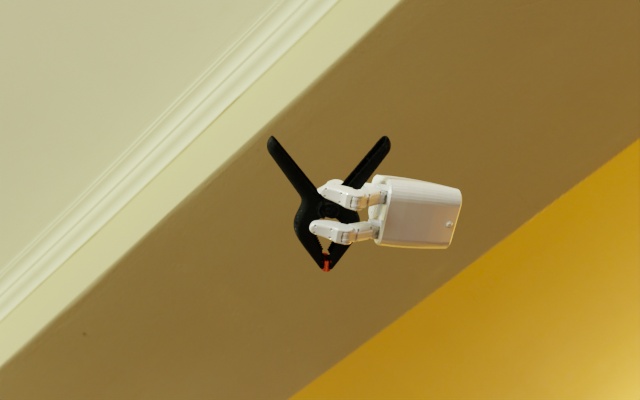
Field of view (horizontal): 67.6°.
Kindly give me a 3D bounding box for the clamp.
[{"bbox_3d":[0.000,0.002,0.670,0.164,0.210,0.036,6,23,-6],"label":"clamp"}]
